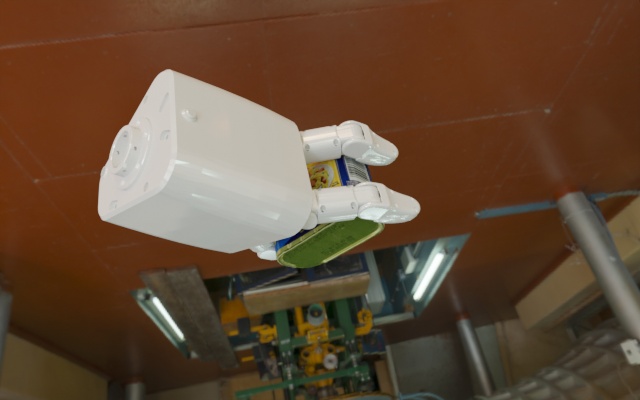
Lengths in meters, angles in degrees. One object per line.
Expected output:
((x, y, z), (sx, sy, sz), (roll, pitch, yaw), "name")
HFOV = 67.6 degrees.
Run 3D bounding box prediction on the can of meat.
((0.000, 0.002, 0.414), (0.102, 0.084, 0.057), (-34, -37, 30), "can of meat")
